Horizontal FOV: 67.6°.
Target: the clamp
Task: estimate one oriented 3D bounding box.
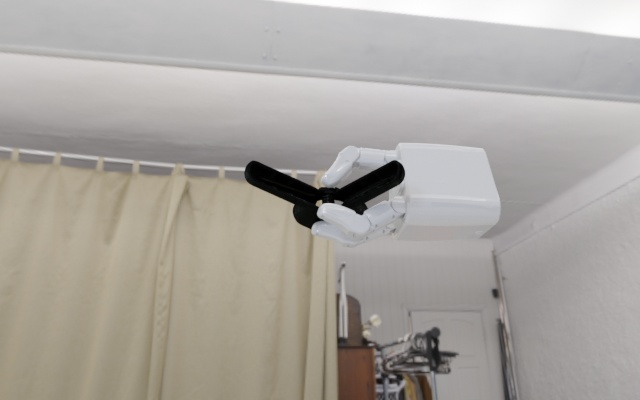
[{"bbox_3d":[0.000,0.001,0.569,0.164,0.036,0.210,4,-21,-1],"label":"clamp"}]
